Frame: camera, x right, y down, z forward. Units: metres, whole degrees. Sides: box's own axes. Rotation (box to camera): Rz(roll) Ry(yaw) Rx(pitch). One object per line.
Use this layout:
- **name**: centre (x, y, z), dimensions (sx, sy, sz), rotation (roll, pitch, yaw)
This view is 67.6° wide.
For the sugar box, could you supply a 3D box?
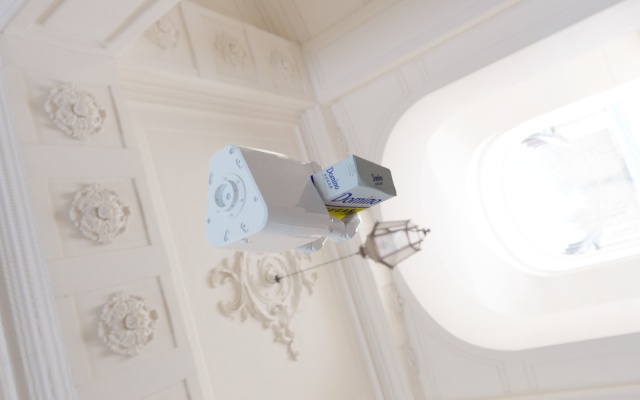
- **sugar box**: centre (0.000, 0.003, 0.620), dimensions (0.176, 0.048, 0.093), rotation (-22, -20, 33)
